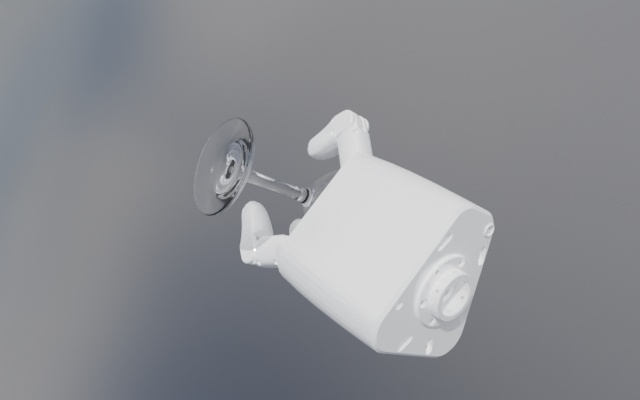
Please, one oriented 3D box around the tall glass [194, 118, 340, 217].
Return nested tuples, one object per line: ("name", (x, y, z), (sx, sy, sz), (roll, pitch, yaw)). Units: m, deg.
("tall glass", (0.000, 0.001, 0.407), (0.201, 0.079, 0.079), (20, -13, -41))
